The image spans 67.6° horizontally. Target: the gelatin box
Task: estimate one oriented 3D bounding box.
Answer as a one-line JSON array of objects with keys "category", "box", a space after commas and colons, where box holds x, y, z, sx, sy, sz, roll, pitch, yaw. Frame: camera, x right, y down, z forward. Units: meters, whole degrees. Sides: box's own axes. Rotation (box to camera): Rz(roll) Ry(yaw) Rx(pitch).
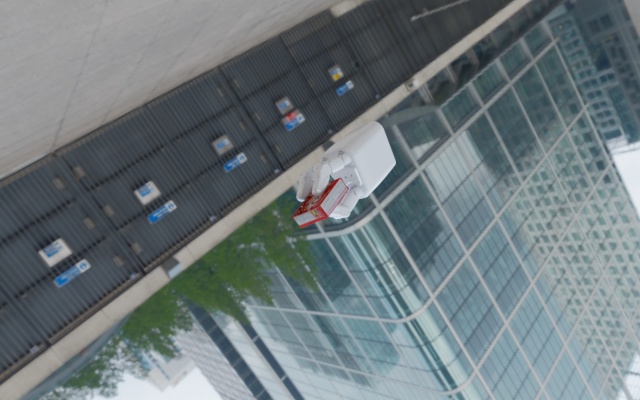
[{"category": "gelatin box", "box": [0.000, 0.003, 0.845, 0.073, 0.030, 0.089, -22, 23, 43]}]
